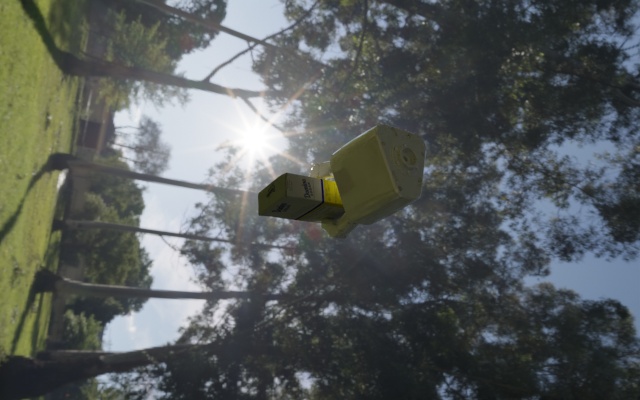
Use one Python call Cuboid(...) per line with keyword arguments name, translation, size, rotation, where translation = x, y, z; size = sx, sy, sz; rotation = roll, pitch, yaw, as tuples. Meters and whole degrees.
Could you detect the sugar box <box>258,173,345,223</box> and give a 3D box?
Cuboid(name="sugar box", translation=(0.000, 0.002, 0.753), size=(0.176, 0.048, 0.093), rotation=(12, -26, -31))
